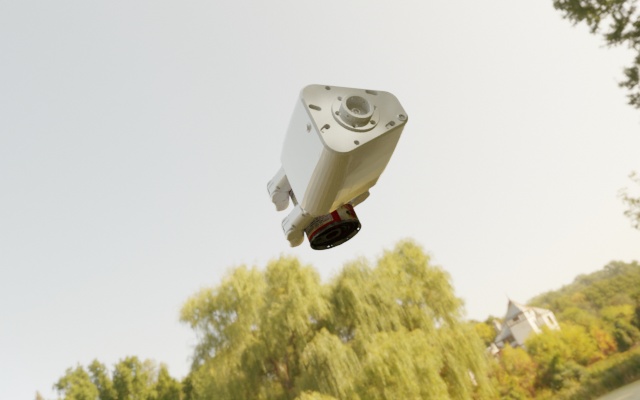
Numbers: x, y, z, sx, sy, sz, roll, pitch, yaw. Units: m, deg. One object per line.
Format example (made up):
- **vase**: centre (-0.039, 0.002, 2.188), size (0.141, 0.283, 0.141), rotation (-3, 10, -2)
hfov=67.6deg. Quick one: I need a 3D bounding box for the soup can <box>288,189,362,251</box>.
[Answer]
- **soup can**: centre (0.000, 0.002, 0.598), size (0.068, 0.102, 0.068), rotation (-20, -26, -10)
